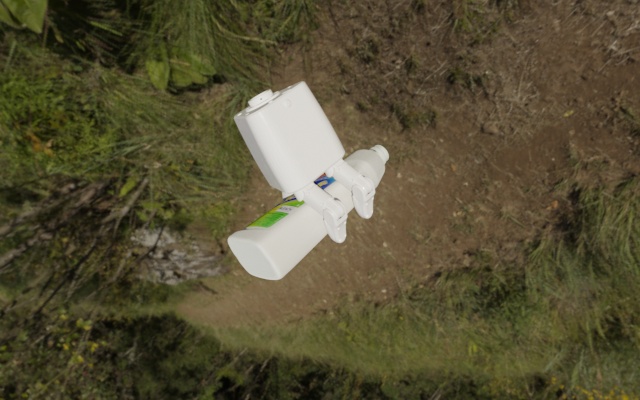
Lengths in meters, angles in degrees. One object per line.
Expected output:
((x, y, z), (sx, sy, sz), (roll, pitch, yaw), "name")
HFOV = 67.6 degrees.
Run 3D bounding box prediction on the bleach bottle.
((0.000, 0.002, 0.646), (0.250, 0.068, 0.102), (-40, 20, -29), "bleach bottle")
